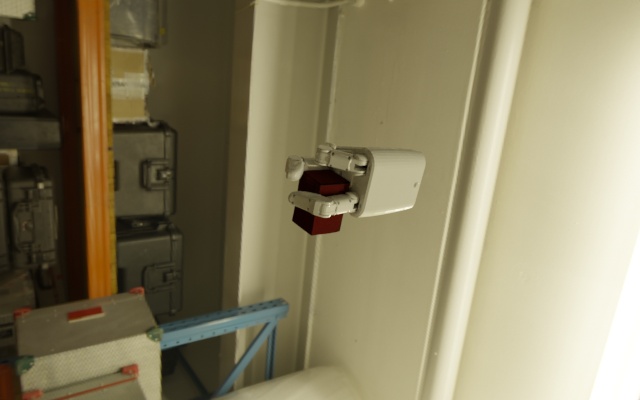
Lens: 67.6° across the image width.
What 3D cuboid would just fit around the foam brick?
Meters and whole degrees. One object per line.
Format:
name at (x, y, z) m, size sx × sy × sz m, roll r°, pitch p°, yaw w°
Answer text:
foam brick at (0.000, 0.002, 0.666) m, size 0.051 × 0.078 × 0.053 m, roll -5°, pitch 27°, yaw -36°
